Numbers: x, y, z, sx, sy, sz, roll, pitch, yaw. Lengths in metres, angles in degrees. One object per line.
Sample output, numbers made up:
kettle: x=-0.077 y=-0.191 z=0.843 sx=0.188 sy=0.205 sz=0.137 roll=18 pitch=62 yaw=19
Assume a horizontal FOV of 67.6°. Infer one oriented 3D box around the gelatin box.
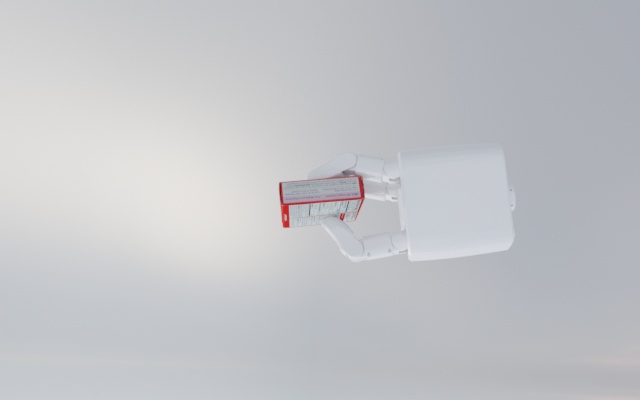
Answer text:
gelatin box: x=0.000 y=0.002 z=0.524 sx=0.089 sy=0.030 sz=0.073 roll=-6 pitch=-21 yaw=-5
